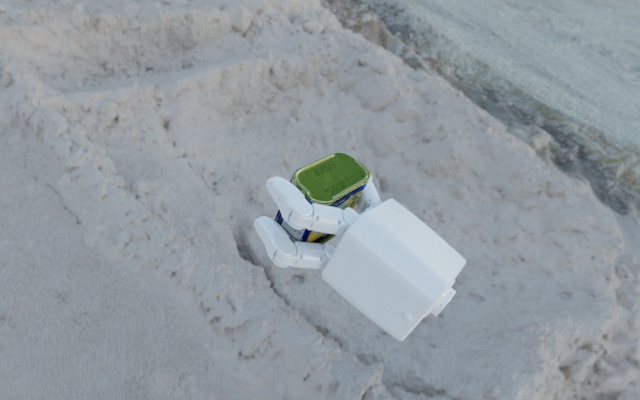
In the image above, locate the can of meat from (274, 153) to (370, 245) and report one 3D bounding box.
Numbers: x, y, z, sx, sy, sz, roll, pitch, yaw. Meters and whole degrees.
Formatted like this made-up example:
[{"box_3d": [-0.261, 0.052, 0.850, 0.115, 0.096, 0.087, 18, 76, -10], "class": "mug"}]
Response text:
[{"box_3d": [0.000, 0.001, 0.524, 0.057, 0.084, 0.102, 42, 43, 18], "class": "can of meat"}]
